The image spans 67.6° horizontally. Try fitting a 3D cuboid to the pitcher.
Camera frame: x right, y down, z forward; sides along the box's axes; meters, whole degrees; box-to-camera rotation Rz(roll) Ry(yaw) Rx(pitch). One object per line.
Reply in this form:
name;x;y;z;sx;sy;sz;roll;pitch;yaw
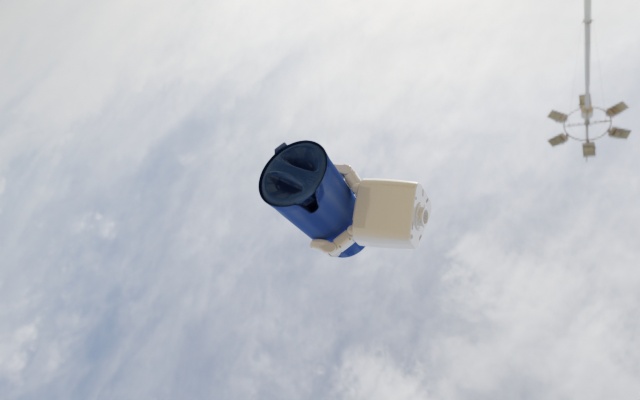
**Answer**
pitcher;0.000;0.003;0.885;0.145;0.149;0.243;3;-29;32
